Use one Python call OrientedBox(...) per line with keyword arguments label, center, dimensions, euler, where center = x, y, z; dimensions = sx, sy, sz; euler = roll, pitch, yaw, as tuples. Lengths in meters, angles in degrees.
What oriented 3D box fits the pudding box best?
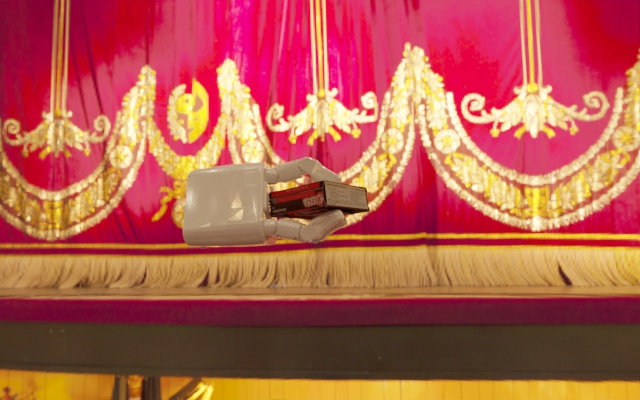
OrientedBox(label="pudding box", center=(0.000, 0.002, 0.641), dimensions=(0.090, 0.039, 0.113), euler=(-10, -7, 34))
